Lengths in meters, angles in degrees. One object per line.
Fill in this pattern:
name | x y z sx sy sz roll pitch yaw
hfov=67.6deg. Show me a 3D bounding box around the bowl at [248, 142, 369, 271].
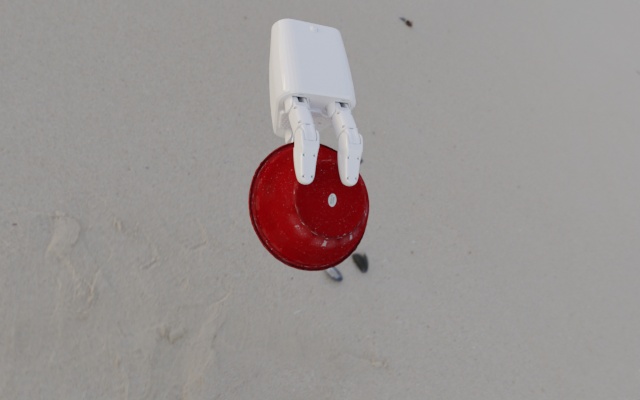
bowl | 0.001 0.003 0.563 0.162 0.162 0.055 0 -8 -26
